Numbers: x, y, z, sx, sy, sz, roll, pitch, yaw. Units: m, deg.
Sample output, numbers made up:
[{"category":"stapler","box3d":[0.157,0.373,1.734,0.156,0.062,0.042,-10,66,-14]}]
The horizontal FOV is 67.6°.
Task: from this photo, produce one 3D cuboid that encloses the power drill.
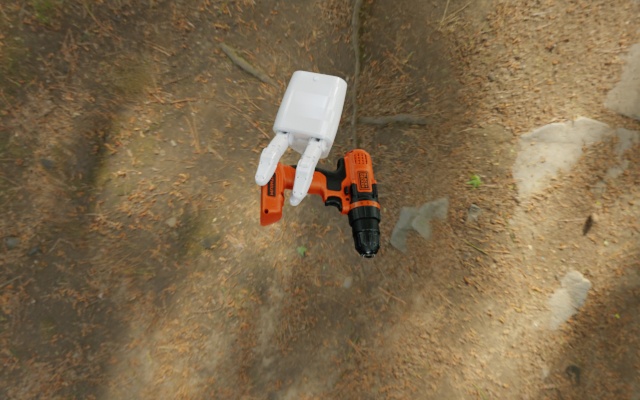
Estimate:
[{"category":"power drill","box3d":[0.000,0.002,0.747,0.187,0.184,0.057,1,-29,-11]}]
